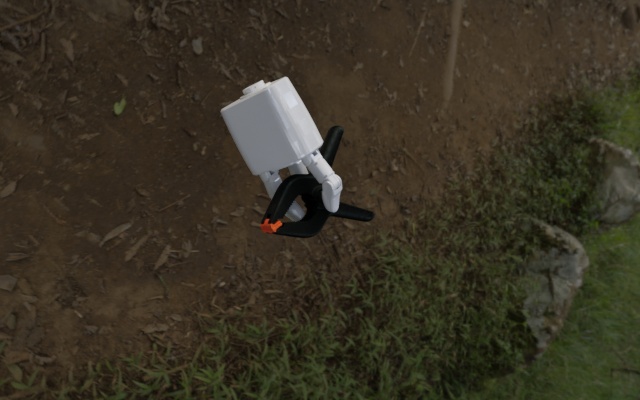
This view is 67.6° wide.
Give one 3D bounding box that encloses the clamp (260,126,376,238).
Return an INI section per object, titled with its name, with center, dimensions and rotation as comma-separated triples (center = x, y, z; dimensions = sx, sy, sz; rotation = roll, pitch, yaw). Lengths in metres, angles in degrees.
[clamp]
center = 0.000, 0.002, 0.716
dimensions = 0.036, 0.164, 0.210
rotation = -8, 26, 49
